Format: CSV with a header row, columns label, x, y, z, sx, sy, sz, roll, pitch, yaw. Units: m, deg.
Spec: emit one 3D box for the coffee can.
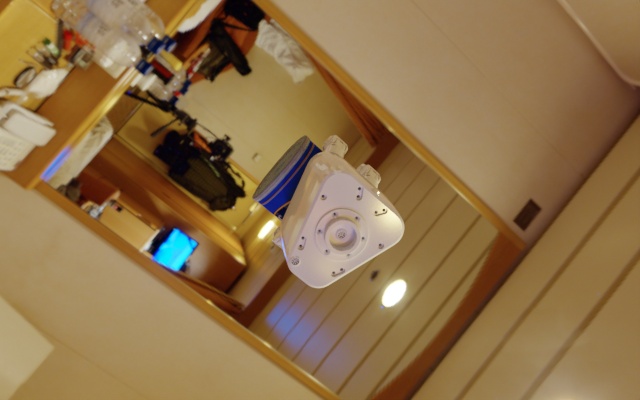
label,x,y,z,sx,sy,sz,roll,pitch,yaw
coffee can,0.000,0.002,0.605,0.140,0.103,0.103,40,-11,-13
